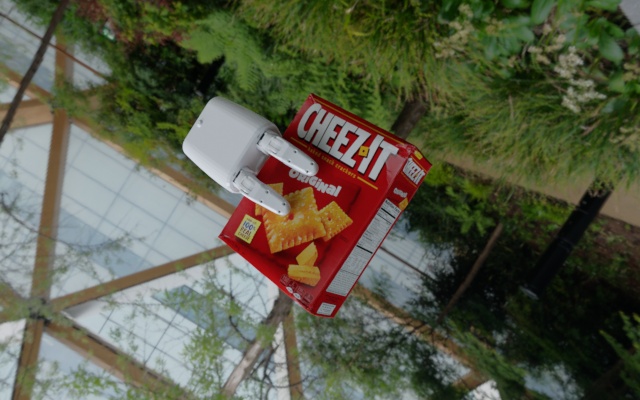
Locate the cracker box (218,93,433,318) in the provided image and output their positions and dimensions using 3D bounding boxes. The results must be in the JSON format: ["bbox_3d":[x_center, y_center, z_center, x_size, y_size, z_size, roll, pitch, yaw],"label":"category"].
[{"bbox_3d":[0.000,0.002,0.563,0.164,0.213,0.072,34,2,32],"label":"cracker box"}]
